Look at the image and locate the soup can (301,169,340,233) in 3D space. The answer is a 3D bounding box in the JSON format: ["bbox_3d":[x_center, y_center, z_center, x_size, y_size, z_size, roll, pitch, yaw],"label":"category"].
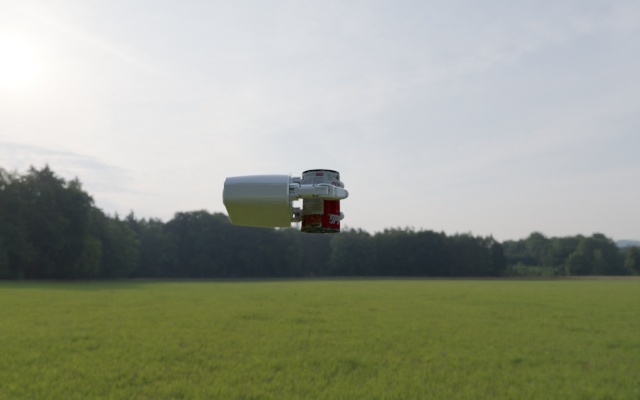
[{"bbox_3d":[0.001,0.002,0.815,0.068,0.102,0.068,0,-9,0],"label":"soup can"}]
